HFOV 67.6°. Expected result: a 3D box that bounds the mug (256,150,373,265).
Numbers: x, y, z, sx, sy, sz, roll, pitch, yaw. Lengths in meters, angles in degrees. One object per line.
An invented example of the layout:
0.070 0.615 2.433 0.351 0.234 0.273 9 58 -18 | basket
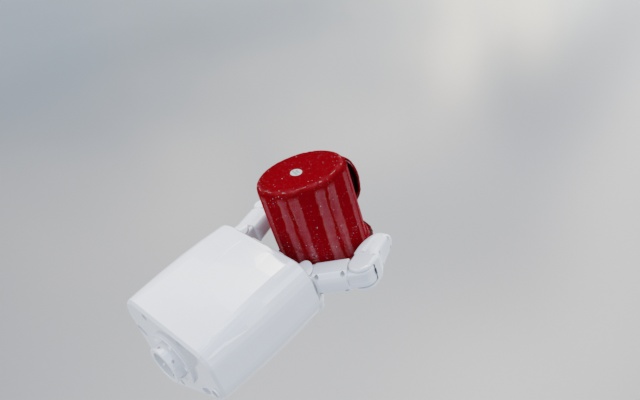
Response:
0.001 0.001 0.436 0.093 0.081 0.117 8 37 41 | mug
